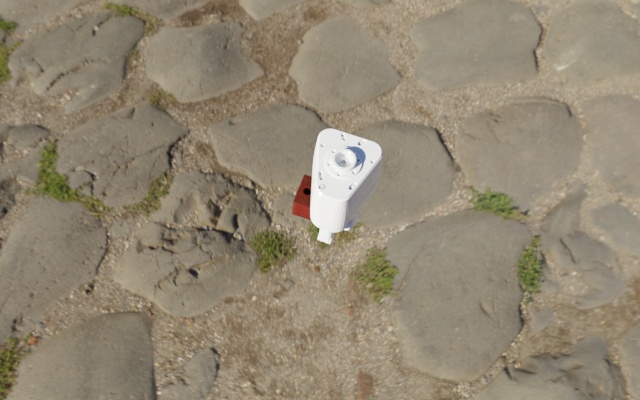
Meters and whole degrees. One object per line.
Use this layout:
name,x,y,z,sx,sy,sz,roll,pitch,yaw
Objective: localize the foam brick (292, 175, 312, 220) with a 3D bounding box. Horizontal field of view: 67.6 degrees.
foam brick,0.000,0.002,0.752,0.078,0.053,0.051,18,-24,6
